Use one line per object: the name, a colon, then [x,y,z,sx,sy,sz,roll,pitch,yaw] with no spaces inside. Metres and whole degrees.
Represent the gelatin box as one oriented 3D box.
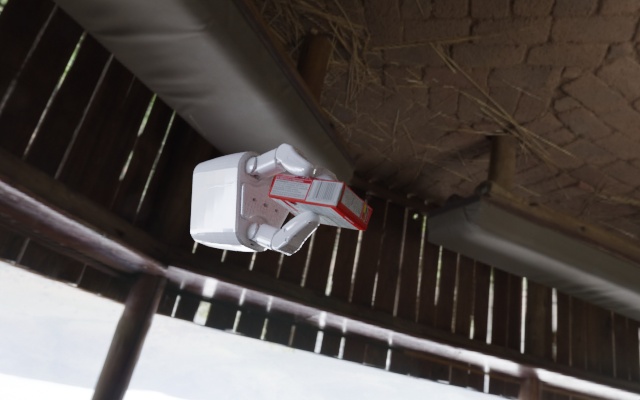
gelatin box: [0.000,0.002,0.508,0.089,0.030,0.073,9,-18,33]
